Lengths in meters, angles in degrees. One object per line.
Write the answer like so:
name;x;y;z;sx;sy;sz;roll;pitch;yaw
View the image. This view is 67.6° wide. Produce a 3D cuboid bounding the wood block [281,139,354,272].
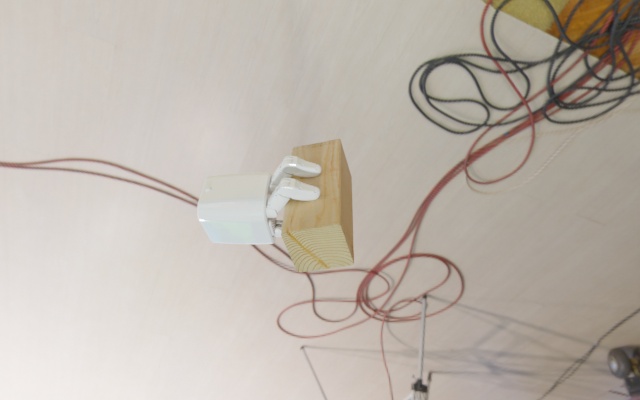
wood block;0.000;0.003;0.764;0.090;0.091;0.206;-10;41;11
